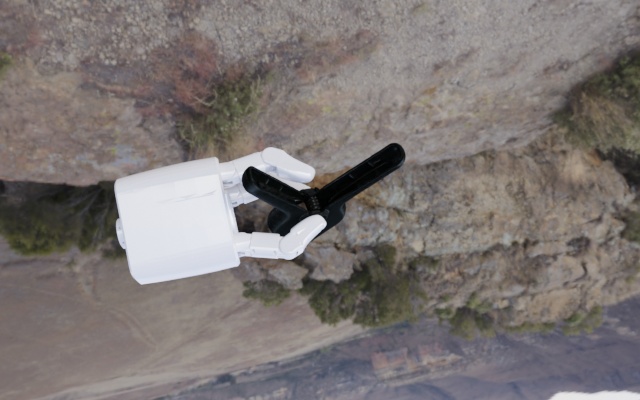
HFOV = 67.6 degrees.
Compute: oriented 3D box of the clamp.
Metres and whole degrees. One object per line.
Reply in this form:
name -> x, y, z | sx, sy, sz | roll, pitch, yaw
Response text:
clamp -> 0.000, 0.003, 0.535 | 0.164, 0.036, 0.210 | -12, -22, -10
